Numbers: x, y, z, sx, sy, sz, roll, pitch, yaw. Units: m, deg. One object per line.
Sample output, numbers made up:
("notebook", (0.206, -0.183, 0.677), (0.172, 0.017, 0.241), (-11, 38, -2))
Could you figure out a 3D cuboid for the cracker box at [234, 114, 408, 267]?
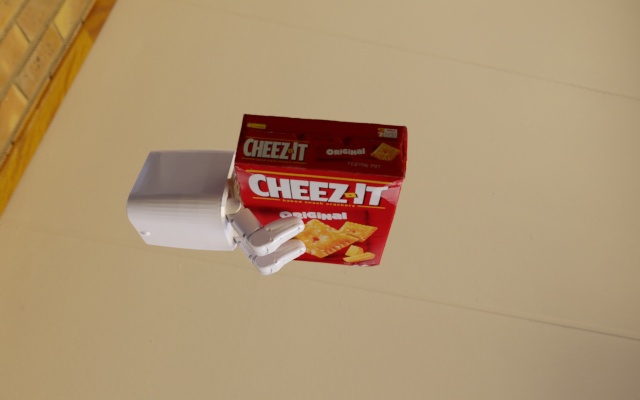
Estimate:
("cracker box", (0.000, 0.002, 0.543), (0.164, 0.072, 0.214), (4, -30, 2))
